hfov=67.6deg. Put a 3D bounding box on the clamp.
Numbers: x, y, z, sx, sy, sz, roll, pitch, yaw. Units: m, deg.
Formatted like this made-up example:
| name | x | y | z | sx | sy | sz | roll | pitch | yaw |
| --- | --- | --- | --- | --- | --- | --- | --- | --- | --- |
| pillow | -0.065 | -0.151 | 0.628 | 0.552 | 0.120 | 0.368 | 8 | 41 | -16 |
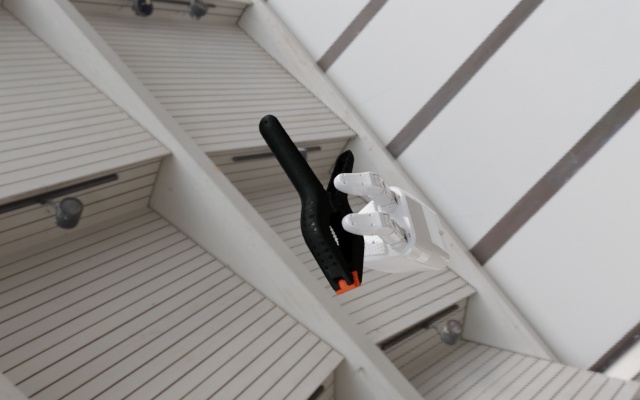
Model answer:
| name | x | y | z | sx | sy | sz | roll | pitch | yaw |
| --- | --- | --- | --- | --- | --- | --- | --- | --- | --- |
| clamp | 0.000 | 0.003 | 0.551 | 0.036 | 0.209 | 0.164 | -31 | -36 | 32 |
